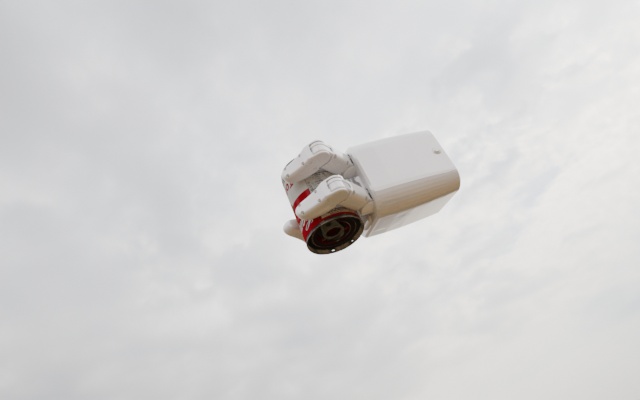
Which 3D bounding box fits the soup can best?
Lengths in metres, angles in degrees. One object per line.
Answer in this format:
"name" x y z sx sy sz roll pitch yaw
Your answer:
"soup can" 0.000 0.002 0.553 0.068 0.102 0.069 -16 -36 -12
